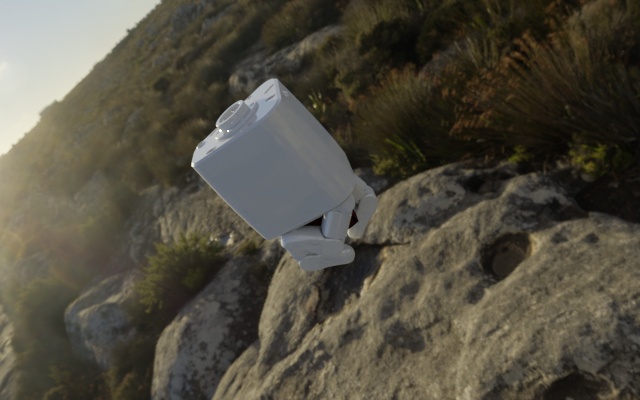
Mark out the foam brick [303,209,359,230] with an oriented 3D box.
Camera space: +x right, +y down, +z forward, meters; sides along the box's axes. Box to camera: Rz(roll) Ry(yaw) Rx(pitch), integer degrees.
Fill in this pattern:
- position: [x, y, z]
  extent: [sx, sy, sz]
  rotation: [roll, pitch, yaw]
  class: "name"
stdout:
- position: [0.000, 0.002, 0.514]
  extent: [0.053, 0.051, 0.078]
  rotation: [-37, 28, 12]
  class: "foam brick"
